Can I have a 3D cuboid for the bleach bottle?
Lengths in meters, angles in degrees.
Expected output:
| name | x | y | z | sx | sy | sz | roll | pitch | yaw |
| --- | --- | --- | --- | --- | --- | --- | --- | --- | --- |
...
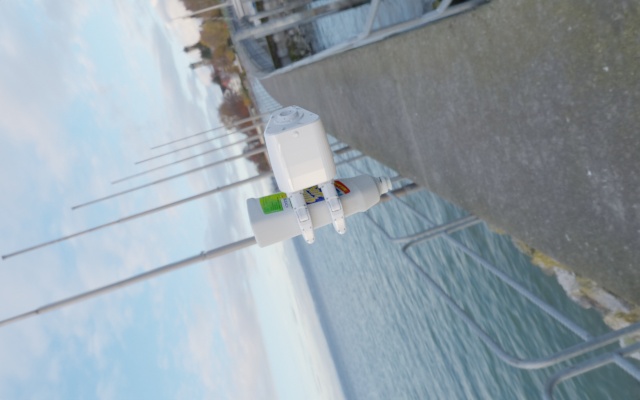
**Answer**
| name | x | y | z | sx | sy | sz | roll | pitch | yaw |
| --- | --- | --- | --- | --- | --- | --- | --- | --- | --- |
| bleach bottle | 0.000 | 0.003 | 0.839 | 0.251 | 0.068 | 0.102 | -18 | 31 | -4 |
